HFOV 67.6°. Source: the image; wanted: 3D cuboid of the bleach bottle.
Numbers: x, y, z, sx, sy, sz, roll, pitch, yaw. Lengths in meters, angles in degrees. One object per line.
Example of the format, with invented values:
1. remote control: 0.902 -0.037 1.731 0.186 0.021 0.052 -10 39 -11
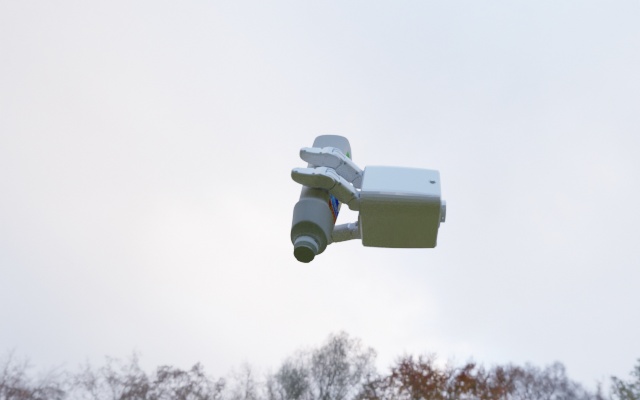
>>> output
1. bleach bottle: 0.000 0.002 0.691 0.068 0.103 0.250 3 35 9
